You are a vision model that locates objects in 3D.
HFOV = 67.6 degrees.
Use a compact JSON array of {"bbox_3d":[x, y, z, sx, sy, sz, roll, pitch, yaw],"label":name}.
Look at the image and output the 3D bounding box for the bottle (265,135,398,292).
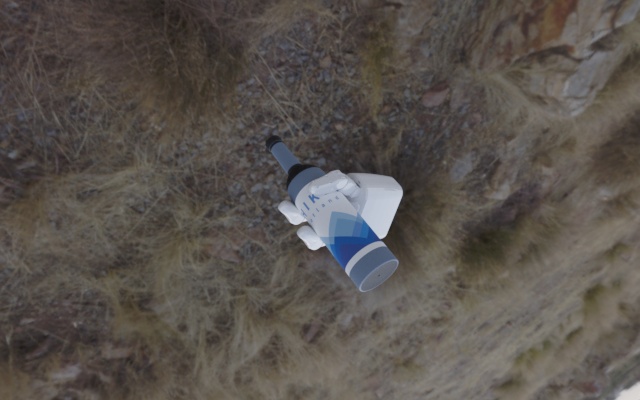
[{"bbox_3d":[0.000,0.003,0.720,0.069,0.069,0.295,0,43,-48],"label":"bottle"}]
